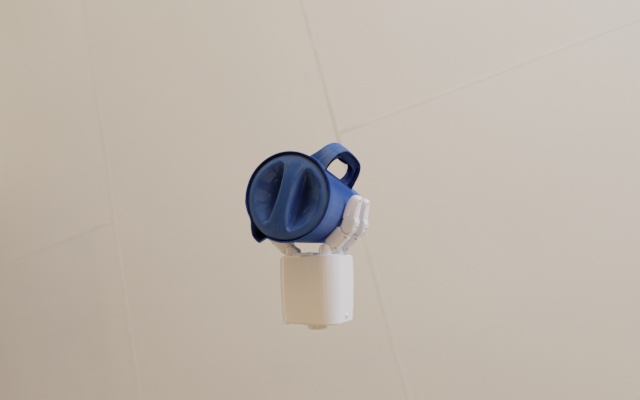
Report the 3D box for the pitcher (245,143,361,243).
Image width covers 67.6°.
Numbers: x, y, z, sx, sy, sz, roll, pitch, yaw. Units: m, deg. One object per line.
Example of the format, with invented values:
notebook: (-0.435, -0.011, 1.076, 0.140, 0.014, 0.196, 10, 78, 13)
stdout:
pitcher: (0.000, 0.003, 0.780, 0.149, 0.145, 0.243, -5, -10, 21)
